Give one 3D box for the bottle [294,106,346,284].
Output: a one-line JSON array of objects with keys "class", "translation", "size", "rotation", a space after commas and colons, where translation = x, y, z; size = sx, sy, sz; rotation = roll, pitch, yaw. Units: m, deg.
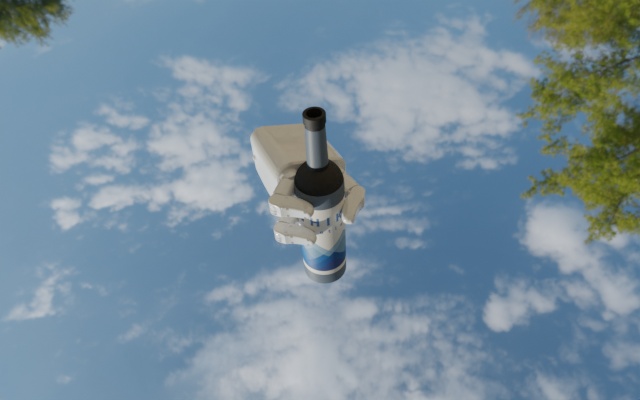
[{"class": "bottle", "translation": [0.000, 0.002, 0.653], "size": [0.069, 0.069, 0.296], "rotation": [0, -44, 4]}]
